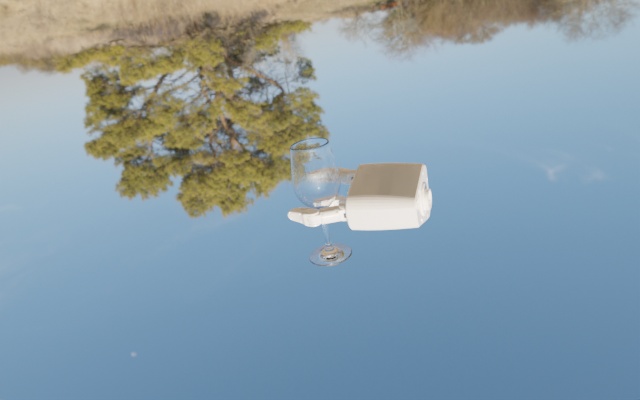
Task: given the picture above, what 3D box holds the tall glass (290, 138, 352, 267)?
[{"bbox_3d":[0.000,0.003,0.777,0.079,0.201,0.079,-10,22,4],"label":"tall glass"}]
